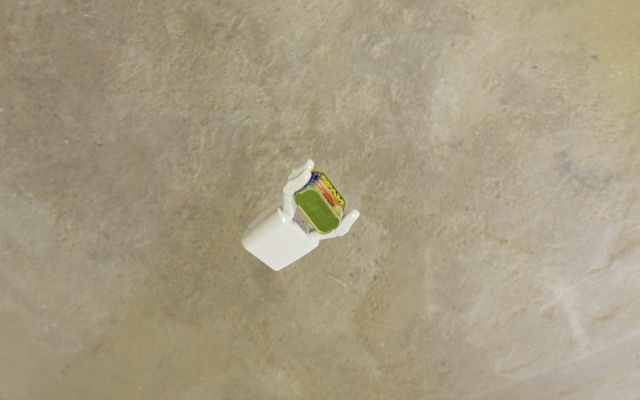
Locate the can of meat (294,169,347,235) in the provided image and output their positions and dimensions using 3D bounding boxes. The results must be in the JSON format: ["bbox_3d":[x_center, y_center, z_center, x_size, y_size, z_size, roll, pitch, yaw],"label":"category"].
[{"bbox_3d":[0.000,0.003,0.888,0.057,0.102,0.084,-32,15,21],"label":"can of meat"}]
